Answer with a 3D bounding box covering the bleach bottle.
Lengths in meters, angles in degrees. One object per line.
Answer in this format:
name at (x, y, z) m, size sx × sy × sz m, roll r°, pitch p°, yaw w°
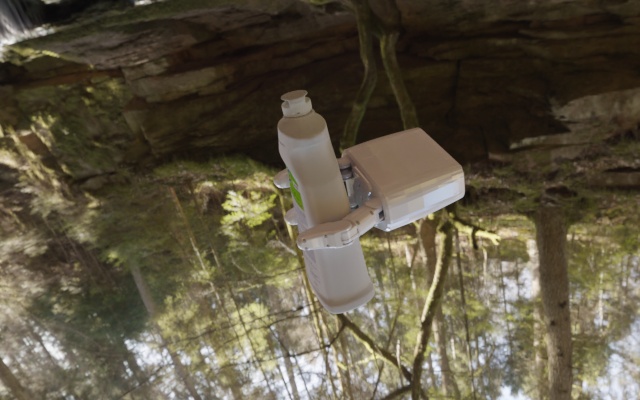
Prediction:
bleach bottle at (0.000, 0.002, 0.544) m, size 0.068 × 0.251 × 0.102 m, roll -21°, pitch 30°, yaw -14°
